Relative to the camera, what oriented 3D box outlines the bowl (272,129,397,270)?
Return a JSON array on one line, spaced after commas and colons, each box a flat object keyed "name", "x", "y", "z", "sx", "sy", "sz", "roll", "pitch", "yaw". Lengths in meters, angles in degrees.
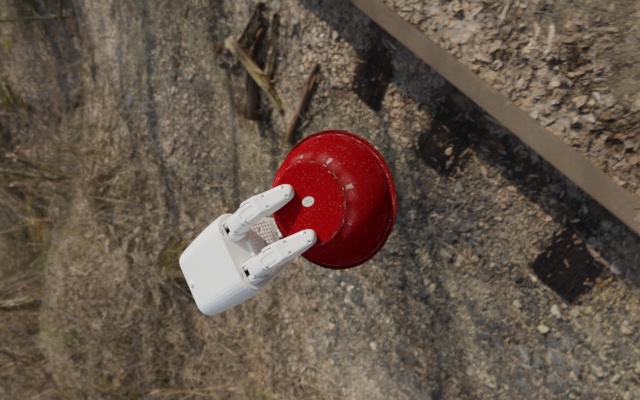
[{"name": "bowl", "x": 0.001, "y": 0.001, "z": 0.527, "sx": 0.162, "sy": 0.162, "sz": 0.055, "roll": 0, "pitch": 4, "yaw": 31}]
